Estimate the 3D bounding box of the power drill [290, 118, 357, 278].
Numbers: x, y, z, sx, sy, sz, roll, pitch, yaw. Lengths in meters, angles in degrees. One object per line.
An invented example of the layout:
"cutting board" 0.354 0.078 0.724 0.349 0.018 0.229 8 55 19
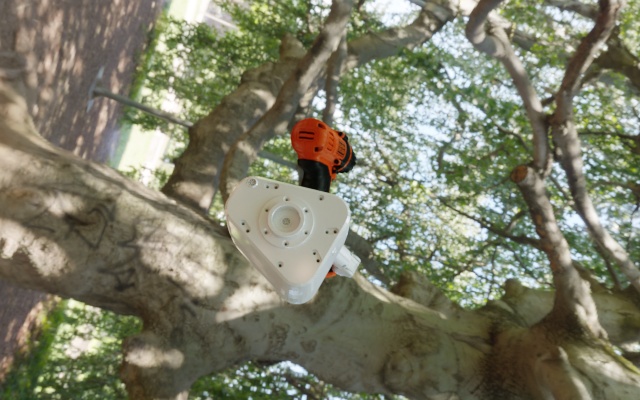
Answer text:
"power drill" 0.000 0.002 0.609 0.057 0.187 0.184 6 -3 19
